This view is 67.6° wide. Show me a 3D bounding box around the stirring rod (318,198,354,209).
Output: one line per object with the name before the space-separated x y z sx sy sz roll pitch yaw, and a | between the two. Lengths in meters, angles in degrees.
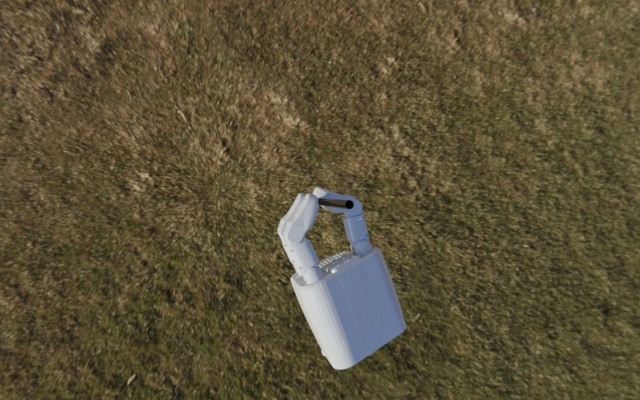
stirring rod | 0.000 0.002 0.534 0.011 0.011 0.239 0 1 -12
